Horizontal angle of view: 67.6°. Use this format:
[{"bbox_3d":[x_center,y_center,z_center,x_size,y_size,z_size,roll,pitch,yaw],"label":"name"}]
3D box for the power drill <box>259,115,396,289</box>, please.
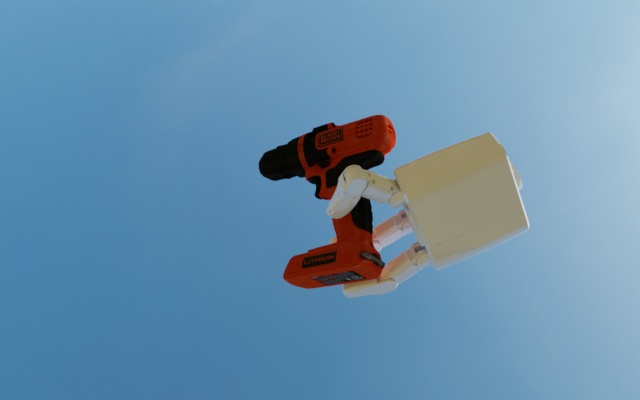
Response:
[{"bbox_3d":[0.000,0.002,0.547,0.184,0.187,0.057,-14,-27,31],"label":"power drill"}]
